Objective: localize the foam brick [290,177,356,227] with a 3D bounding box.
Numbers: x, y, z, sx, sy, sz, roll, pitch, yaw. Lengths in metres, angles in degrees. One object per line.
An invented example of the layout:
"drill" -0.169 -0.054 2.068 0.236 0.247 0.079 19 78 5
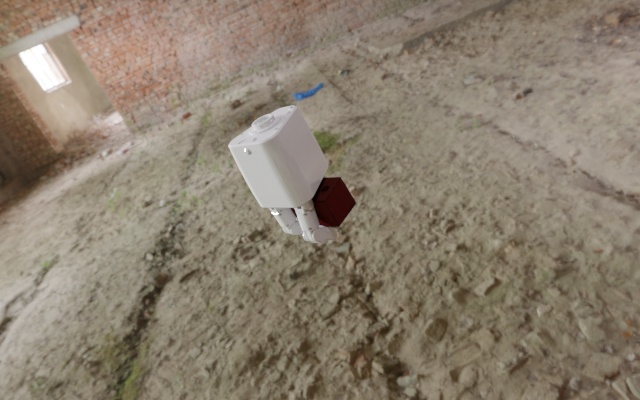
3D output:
"foam brick" 0.000 0.002 0.699 0.078 0.051 0.053 -1 41 41
